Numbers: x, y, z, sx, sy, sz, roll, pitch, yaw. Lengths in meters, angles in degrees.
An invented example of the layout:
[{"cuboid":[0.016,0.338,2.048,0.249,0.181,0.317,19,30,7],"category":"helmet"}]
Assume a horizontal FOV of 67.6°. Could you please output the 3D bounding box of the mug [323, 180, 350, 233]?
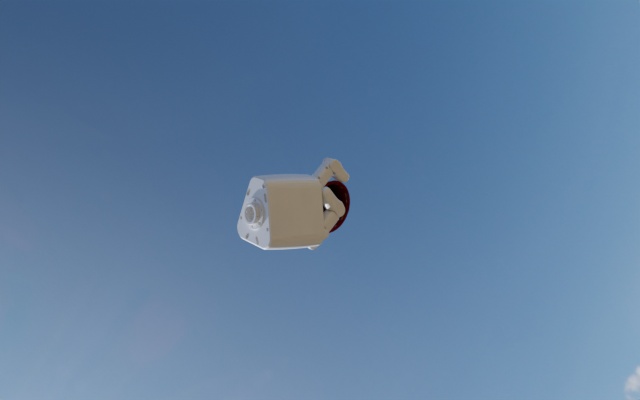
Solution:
[{"cuboid":[0.001,0.003,0.851,0.117,0.093,0.081,0,13,-44],"category":"mug"}]
